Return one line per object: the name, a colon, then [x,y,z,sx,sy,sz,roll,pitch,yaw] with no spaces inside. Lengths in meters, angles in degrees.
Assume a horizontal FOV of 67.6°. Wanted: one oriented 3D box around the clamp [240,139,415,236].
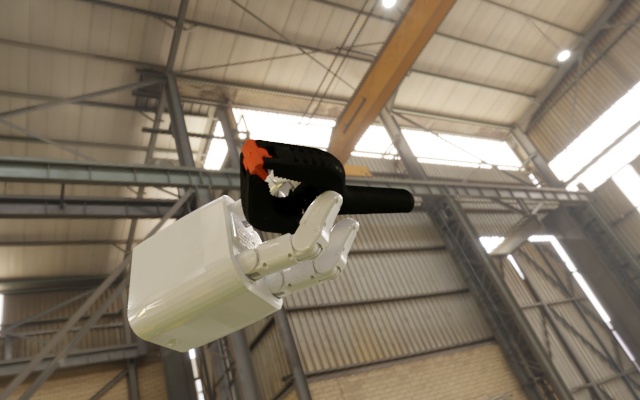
clamp: [-0.001,0.001,0.438,0.164,0.036,0.210,-30,-33,4]
